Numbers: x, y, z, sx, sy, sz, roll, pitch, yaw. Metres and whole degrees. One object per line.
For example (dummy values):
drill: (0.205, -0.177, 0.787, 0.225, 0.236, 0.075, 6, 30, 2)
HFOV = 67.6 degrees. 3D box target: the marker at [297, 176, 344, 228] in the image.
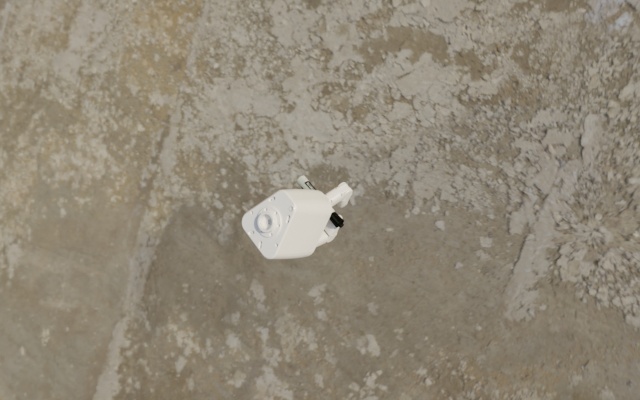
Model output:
marker: (0.000, 0.003, 0.843, 0.121, 0.020, 0.020, 49, 24, 23)
